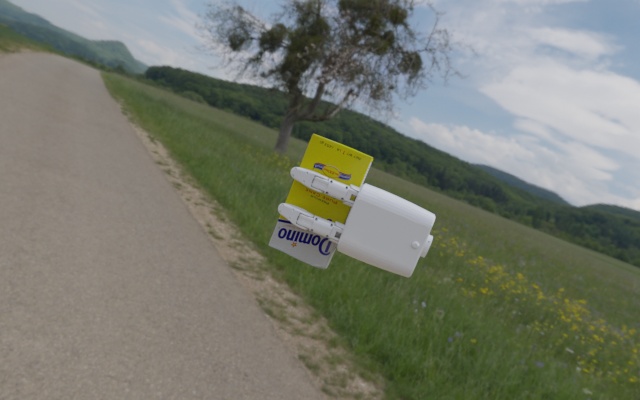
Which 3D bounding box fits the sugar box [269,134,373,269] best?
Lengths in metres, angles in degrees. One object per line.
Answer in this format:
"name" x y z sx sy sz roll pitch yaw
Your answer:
"sugar box" 0.000 0.002 0.691 0.093 0.176 0.048 22 5 7
